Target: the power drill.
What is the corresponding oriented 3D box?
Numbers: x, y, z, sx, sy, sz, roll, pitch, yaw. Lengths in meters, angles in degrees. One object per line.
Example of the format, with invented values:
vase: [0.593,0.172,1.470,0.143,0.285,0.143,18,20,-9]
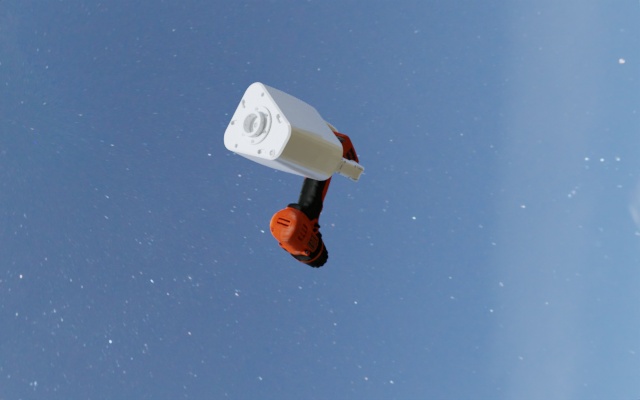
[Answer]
power drill: [0.000,0.002,0.722,0.057,0.187,0.184,15,-17,19]
